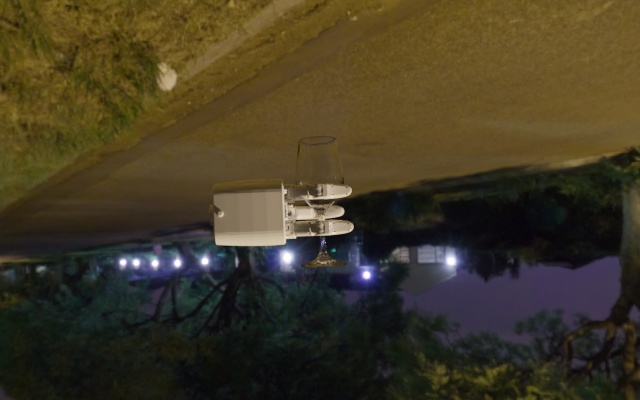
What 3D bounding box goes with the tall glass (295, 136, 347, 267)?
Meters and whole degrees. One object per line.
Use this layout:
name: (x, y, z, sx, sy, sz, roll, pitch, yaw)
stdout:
tall glass: (0.000, 0.003, 0.757, 0.079, 0.201, 0.079, -2, -3, 0)
